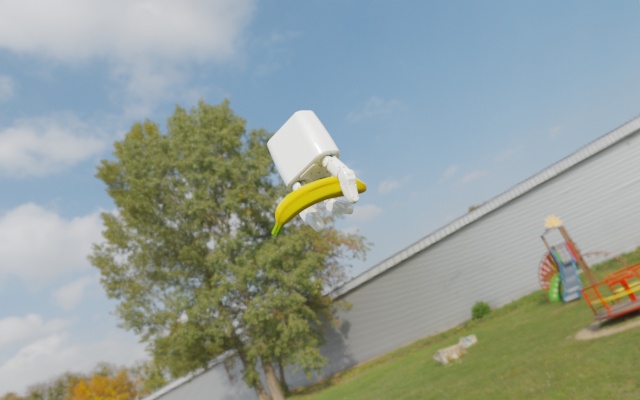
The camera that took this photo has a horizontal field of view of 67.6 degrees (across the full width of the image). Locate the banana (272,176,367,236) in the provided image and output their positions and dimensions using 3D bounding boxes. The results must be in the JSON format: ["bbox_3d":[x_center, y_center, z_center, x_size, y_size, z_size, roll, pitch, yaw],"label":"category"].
[{"bbox_3d":[-0.002,-0.007,0.828,0.198,0.037,0.070,-24,-31,-20],"label":"banana"}]
